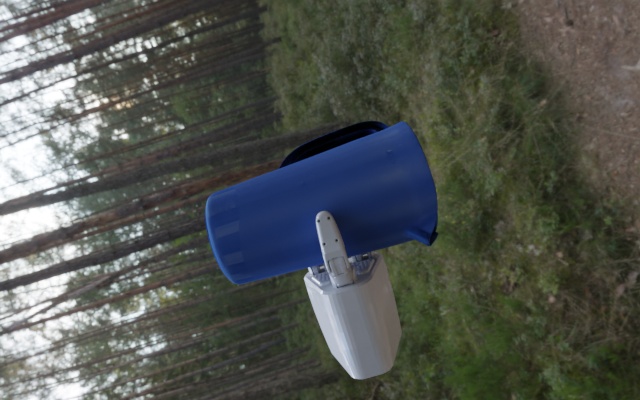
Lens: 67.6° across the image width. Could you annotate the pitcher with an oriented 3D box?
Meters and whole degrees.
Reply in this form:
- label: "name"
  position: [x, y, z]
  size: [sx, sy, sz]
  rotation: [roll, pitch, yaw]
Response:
- label: "pitcher"
  position: [0.000, 0.002, 0.544]
  size: [0.243, 0.145, 0.149]
  rotation: [-17, 8, 2]
